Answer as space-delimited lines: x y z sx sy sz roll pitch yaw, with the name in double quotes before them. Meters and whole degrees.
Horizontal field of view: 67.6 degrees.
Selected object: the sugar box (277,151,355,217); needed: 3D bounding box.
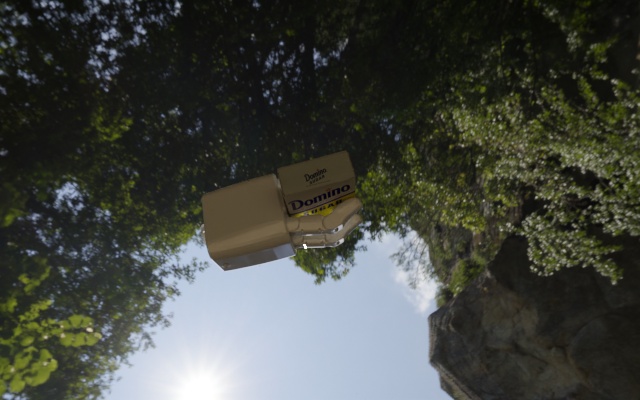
"sugar box" 0.000 0.003 0.658 0.093 0.048 0.176 -15 -22 -2
